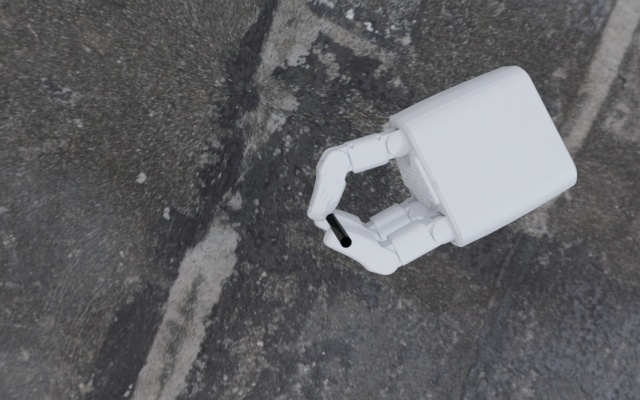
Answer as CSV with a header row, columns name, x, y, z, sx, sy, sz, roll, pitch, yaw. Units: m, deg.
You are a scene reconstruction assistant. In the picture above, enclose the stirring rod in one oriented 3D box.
name,x,y,z,sx,sy,sz,roll,pitch,yaw
stirring rod,0.000,0.001,0.434,0.011,0.011,0.239,0,13,-8
